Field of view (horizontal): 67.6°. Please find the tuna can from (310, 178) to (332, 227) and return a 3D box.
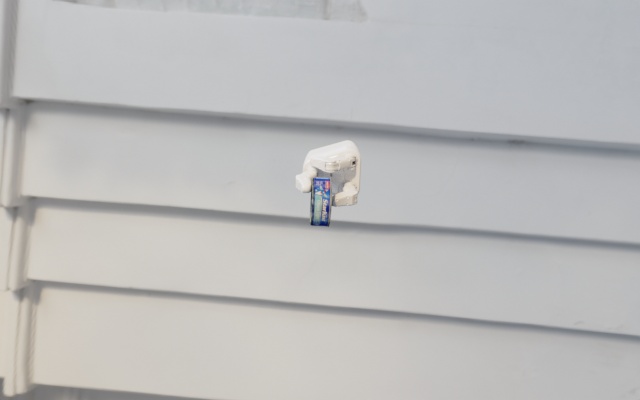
[{"bbox_3d":[0.000,0.003,0.834,0.034,0.086,0.086,3,0,-3],"label":"tuna can"}]
